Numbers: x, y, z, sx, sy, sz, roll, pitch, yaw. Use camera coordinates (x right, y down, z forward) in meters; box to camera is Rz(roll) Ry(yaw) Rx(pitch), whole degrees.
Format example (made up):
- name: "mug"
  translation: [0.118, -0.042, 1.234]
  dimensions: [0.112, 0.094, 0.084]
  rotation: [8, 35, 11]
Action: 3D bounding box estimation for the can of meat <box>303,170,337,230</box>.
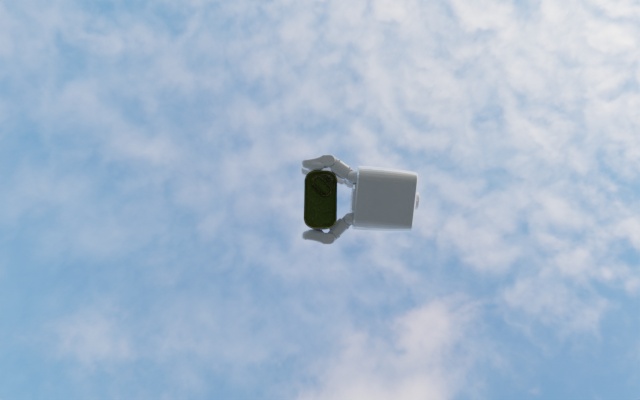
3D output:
- name: "can of meat"
  translation: [0.000, 0.003, 0.860]
  dimensions: [0.057, 0.102, 0.084]
  rotation: [1, -6, 0]
